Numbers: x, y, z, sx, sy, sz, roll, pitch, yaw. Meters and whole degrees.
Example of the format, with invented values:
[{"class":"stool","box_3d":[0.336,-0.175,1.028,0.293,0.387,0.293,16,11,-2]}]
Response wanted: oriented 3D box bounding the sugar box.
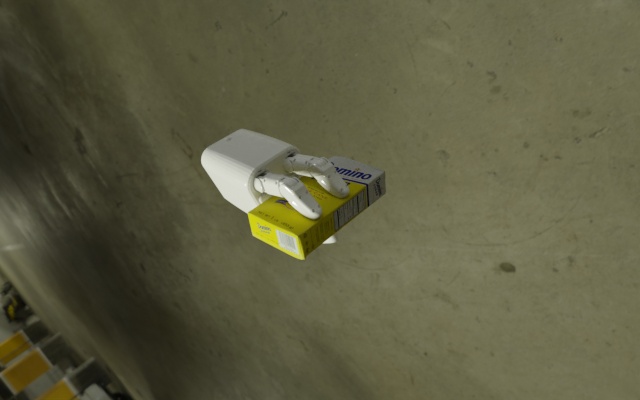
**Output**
[{"class":"sugar box","box_3d":[0.000,0.002,0.639,0.093,0.048,0.176,22,46,35]}]
